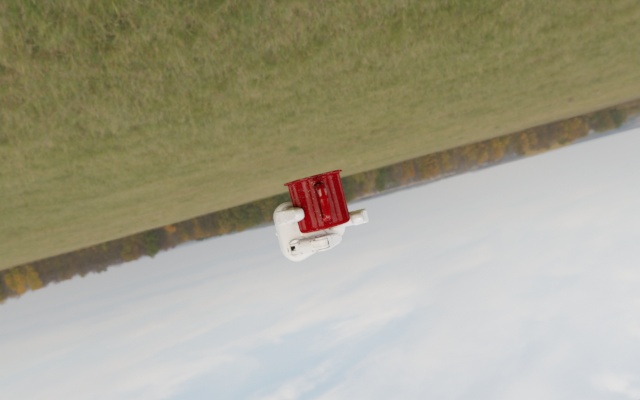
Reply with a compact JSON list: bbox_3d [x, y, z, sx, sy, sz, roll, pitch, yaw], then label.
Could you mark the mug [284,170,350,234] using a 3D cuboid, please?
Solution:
[{"bbox_3d":[0.000,0.003,0.726,0.093,0.081,0.117,-14,1,-10],"label":"mug"}]
